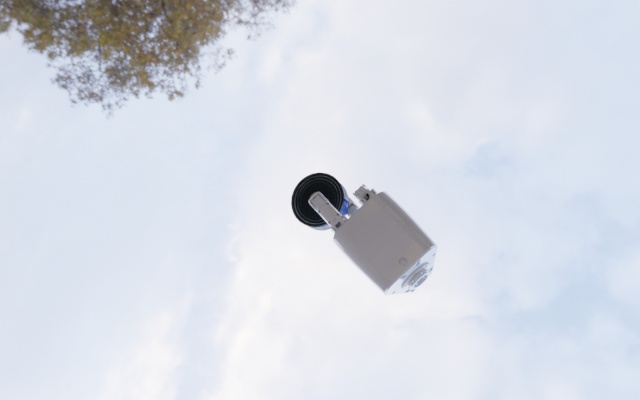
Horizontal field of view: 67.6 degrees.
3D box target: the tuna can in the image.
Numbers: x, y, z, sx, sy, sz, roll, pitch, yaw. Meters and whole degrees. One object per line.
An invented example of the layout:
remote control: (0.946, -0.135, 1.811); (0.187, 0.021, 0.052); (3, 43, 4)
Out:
tuna can: (0.000, 0.003, 0.734); (0.086, 0.086, 0.034); (0, -15, 21)
